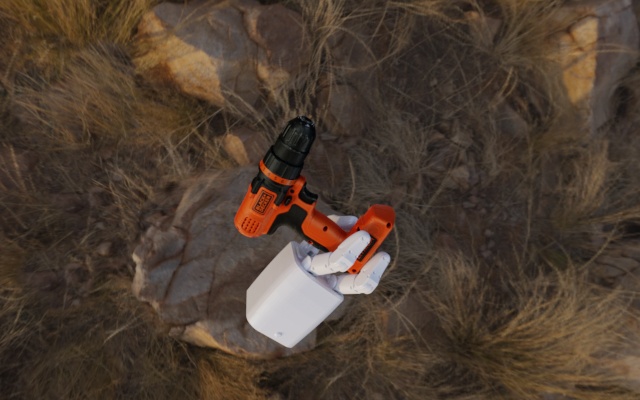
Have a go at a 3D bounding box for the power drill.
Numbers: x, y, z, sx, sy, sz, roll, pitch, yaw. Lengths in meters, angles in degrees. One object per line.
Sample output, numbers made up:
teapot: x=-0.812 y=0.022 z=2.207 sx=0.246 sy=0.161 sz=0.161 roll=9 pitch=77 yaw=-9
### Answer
power drill: x=0.000 y=0.003 z=0.628 sx=0.187 sy=0.184 sz=0.057 roll=29 pitch=29 yaw=-8
